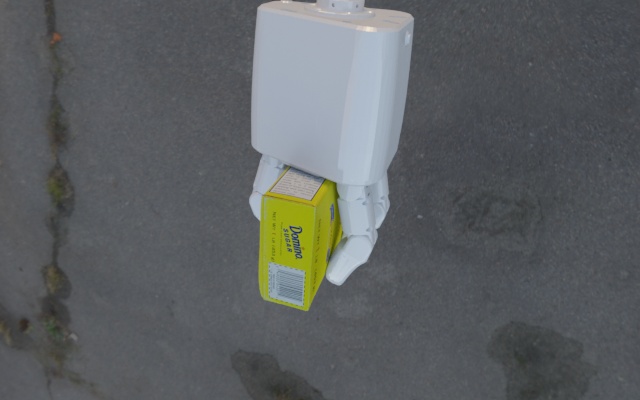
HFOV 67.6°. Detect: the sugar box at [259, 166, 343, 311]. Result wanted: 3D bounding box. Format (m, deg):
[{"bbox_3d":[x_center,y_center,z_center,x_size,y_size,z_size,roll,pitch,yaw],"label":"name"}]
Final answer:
[{"bbox_3d":[0.001,0.001,0.410,0.048,0.093,0.176,13,30,14],"label":"sugar box"}]
